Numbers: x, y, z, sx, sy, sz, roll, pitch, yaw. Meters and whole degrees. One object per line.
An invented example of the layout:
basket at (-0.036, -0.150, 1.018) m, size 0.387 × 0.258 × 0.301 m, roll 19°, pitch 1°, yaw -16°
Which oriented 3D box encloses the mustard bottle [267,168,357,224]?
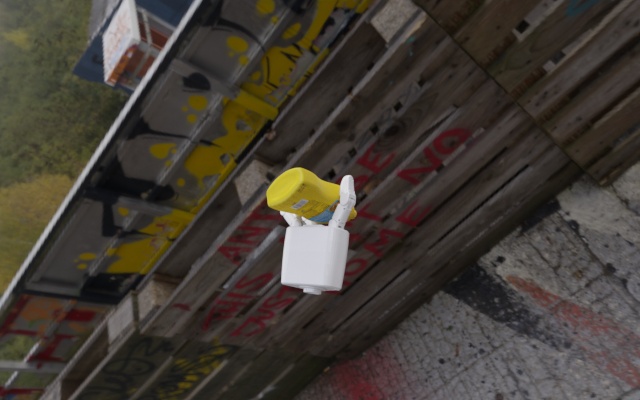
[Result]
mustard bottle at (0.000, 0.003, 0.892) m, size 0.096 × 0.058 × 0.192 m, roll -35°, pitch -39°, yaw 31°
